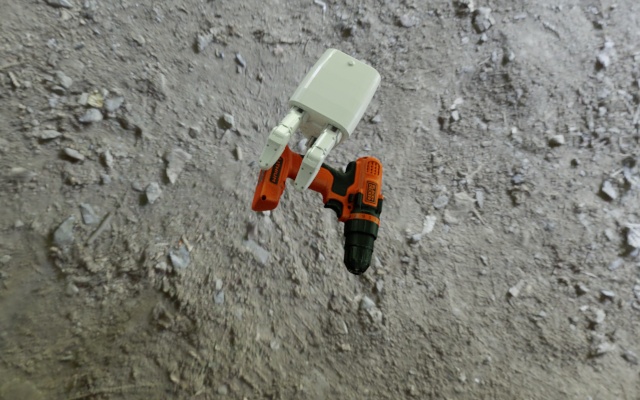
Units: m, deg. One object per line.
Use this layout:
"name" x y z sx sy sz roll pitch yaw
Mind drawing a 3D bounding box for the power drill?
"power drill" 0.000 0.002 0.690 0.188 0.184 0.057 17 -27 -17
